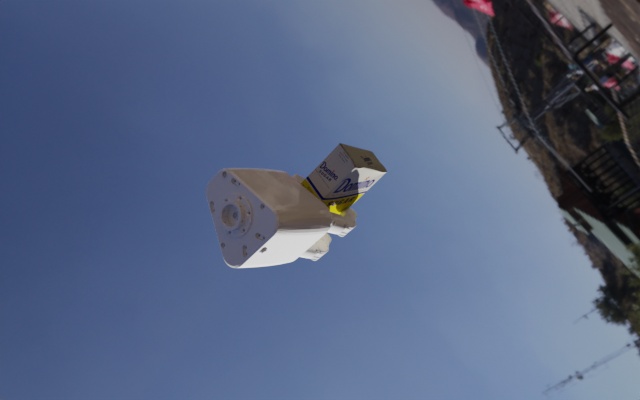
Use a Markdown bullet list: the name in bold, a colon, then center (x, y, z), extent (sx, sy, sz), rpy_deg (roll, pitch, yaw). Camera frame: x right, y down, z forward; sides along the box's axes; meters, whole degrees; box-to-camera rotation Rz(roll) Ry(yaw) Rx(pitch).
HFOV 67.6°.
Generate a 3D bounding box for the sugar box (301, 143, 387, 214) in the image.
- **sugar box**: center (0.000, 0.003, 0.644), extent (0.176, 0.048, 0.093), rpy_deg (-43, -22, 24)
